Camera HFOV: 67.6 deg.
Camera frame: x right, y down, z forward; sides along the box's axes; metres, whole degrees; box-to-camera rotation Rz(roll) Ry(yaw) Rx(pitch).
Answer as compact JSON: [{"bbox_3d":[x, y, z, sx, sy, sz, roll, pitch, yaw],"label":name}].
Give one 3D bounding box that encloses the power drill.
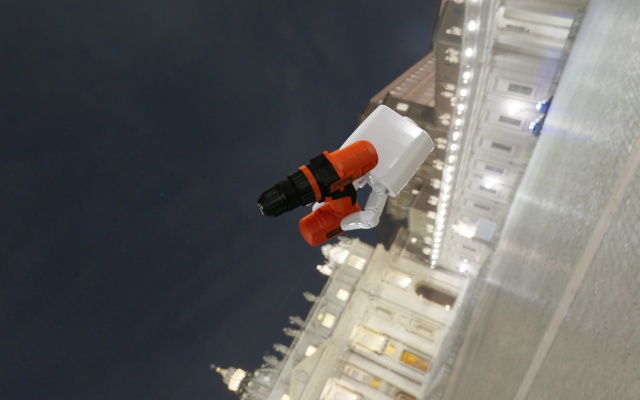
[{"bbox_3d":[0.000,0.002,0.724,0.184,0.057,0.188,-26,-24,-11],"label":"power drill"}]
